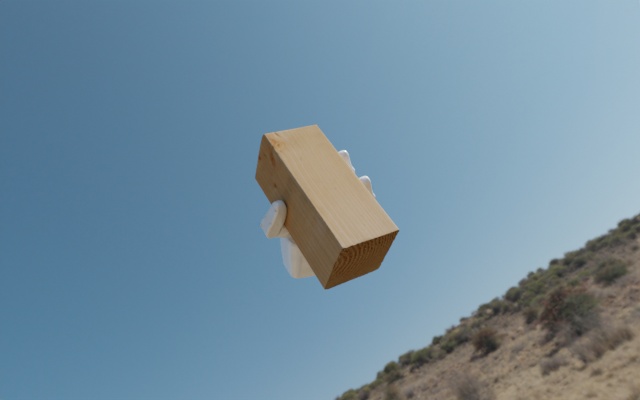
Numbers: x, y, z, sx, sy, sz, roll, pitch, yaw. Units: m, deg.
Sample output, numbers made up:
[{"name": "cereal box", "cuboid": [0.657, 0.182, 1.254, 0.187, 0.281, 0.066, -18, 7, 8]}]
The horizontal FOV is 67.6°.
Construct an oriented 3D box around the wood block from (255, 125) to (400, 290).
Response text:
[{"name": "wood block", "cuboid": [0.000, 0.002, 0.643, 0.091, 0.206, 0.090, -16, -35, -30]}]
